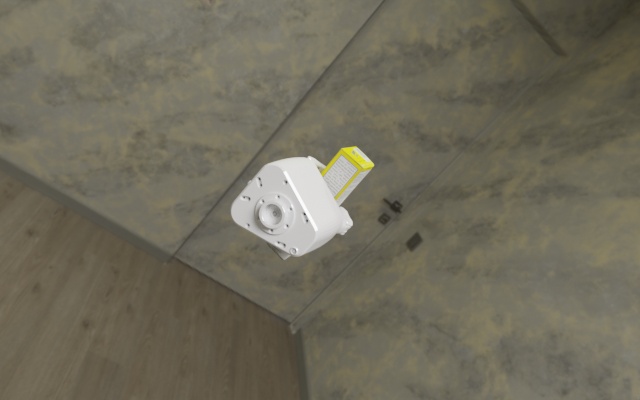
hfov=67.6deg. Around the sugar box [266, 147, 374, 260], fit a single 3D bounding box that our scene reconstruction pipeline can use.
[{"bbox_3d":[0.000,0.002,0.690,0.048,0.176,0.093,45,17,7],"label":"sugar box"}]
